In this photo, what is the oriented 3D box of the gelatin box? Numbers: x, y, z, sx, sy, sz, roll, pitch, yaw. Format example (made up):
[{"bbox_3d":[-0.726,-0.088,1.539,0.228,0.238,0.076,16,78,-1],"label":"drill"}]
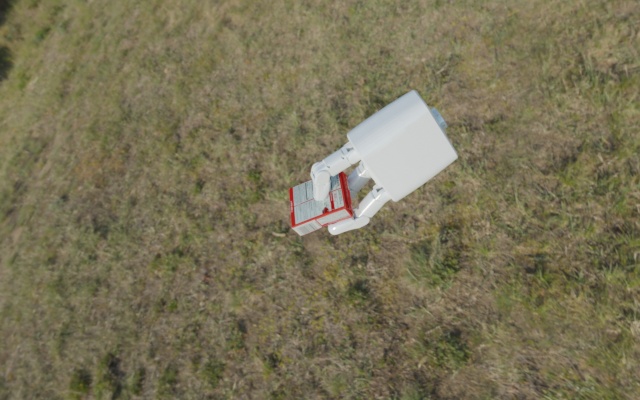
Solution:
[{"bbox_3d":[0.000,0.002,0.688,0.089,0.073,0.030,-21,-40,18],"label":"gelatin box"}]
